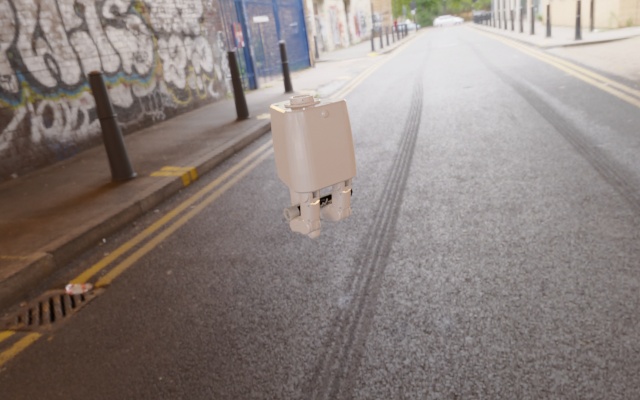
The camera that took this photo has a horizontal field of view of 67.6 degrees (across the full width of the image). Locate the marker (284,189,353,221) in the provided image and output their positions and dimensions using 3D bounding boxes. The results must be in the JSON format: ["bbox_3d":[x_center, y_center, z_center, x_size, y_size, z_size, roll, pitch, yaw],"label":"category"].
[{"bbox_3d":[0.000,0.002,0.711,0.121,0.020,0.020,-20,11,-33],"label":"marker"}]
